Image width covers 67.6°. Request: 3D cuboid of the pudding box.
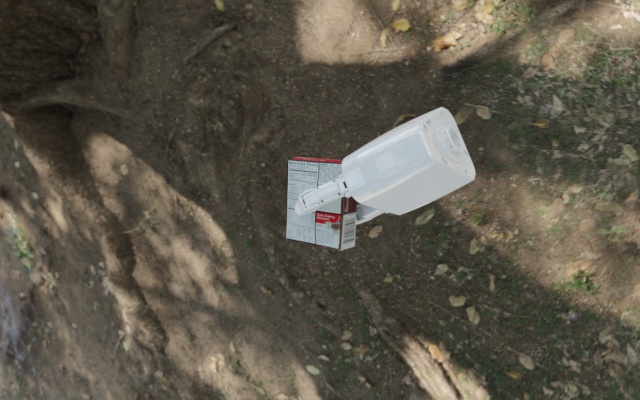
[{"bbox_3d":[0.000,0.002,0.615,0.090,0.113,0.039,8,9,35],"label":"pudding box"}]
